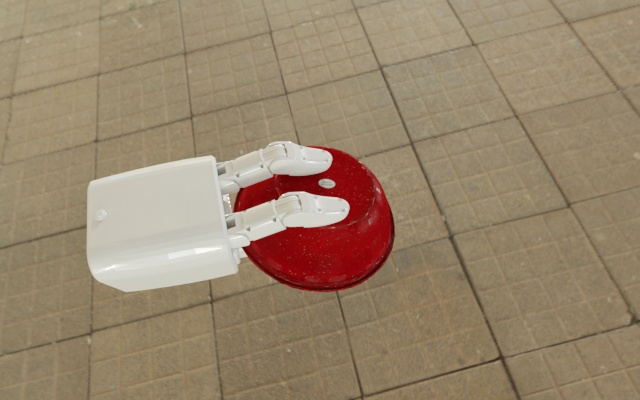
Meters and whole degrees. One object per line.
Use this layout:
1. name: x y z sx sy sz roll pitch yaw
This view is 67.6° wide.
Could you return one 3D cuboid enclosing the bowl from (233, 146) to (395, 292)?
1. bowl: 0.001 0.001 0.450 0.162 0.162 0.055 0 -35 -13
